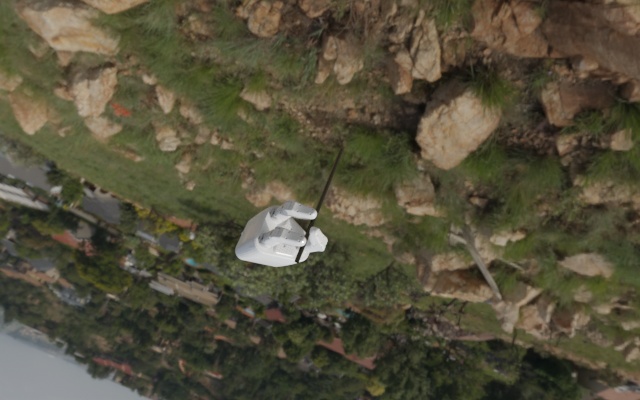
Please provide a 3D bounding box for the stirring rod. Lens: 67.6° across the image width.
[{"bbox_3d":[0.000,0.003,0.846,0.011,0.239,0.011,17,-28,9],"label":"stirring rod"}]
